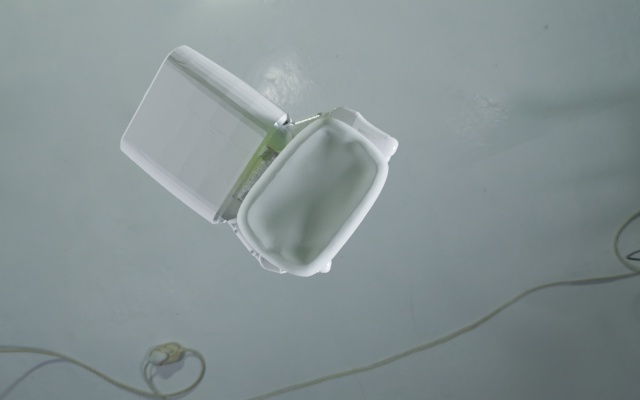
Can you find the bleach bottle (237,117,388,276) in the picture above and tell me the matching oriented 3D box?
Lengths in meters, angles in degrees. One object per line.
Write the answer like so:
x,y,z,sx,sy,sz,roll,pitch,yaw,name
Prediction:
0.000,0.001,0.418,0.068,0.102,0.251,39,-1,3,bleach bottle
